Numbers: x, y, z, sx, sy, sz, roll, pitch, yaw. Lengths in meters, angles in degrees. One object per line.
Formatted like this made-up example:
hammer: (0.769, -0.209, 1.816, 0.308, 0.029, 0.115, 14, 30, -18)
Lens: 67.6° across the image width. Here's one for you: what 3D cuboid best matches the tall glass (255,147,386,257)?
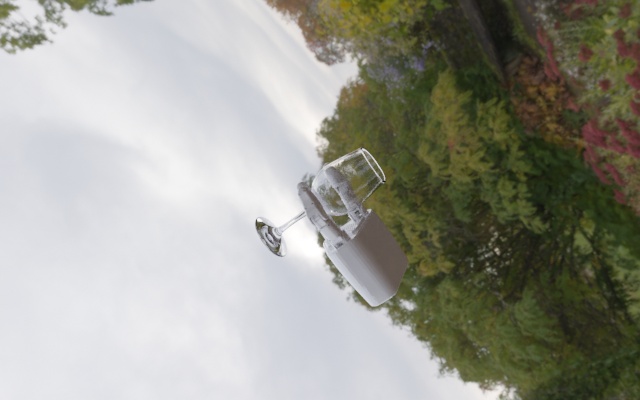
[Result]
tall glass: (-0.001, 0.003, 0.720, 0.201, 0.079, 0.079, -36, -12, 17)
